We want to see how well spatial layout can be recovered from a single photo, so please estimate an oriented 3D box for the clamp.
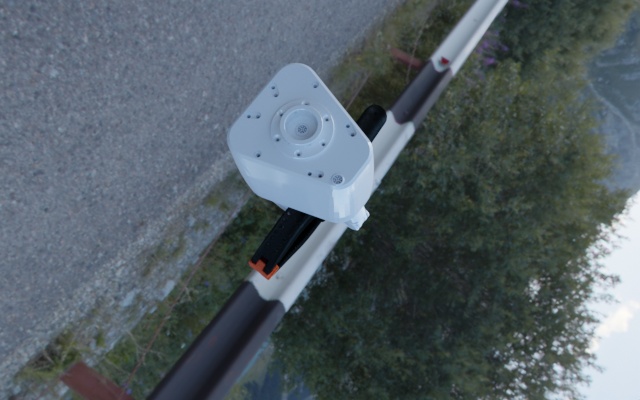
[{"bbox_3d":[0.000,0.003,0.546,0.036,0.210,0.164,37,-10,11],"label":"clamp"}]
